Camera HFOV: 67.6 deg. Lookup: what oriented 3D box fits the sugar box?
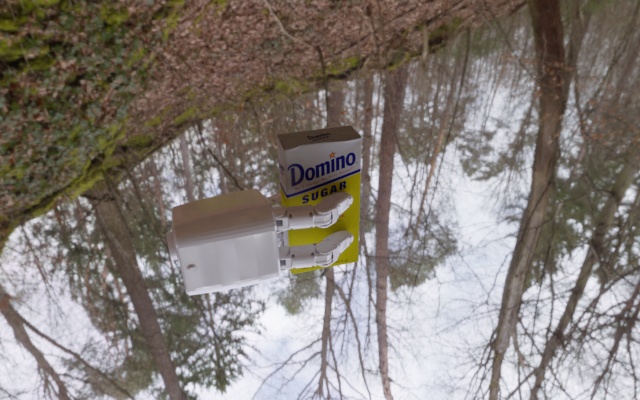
[{"bbox_3d":[0.000,0.002,0.583,0.093,0.176,0.048,-10,34,-13],"label":"sugar box"}]
